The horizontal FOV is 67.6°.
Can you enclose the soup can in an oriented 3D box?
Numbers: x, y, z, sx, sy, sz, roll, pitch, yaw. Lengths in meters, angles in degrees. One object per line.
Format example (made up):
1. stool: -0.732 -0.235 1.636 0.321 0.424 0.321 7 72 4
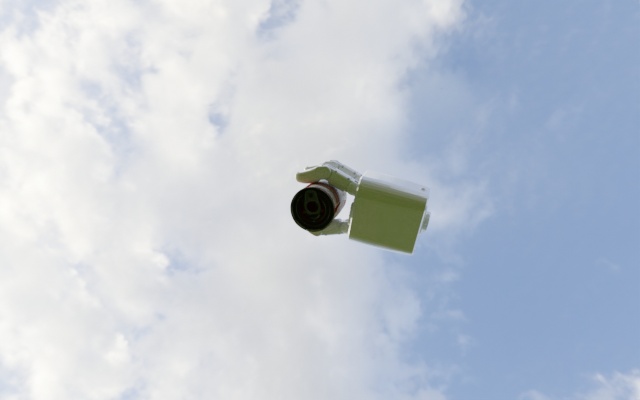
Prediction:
1. soup can: 0.000 0.002 0.746 0.068 0.068 0.102 0 13 14
